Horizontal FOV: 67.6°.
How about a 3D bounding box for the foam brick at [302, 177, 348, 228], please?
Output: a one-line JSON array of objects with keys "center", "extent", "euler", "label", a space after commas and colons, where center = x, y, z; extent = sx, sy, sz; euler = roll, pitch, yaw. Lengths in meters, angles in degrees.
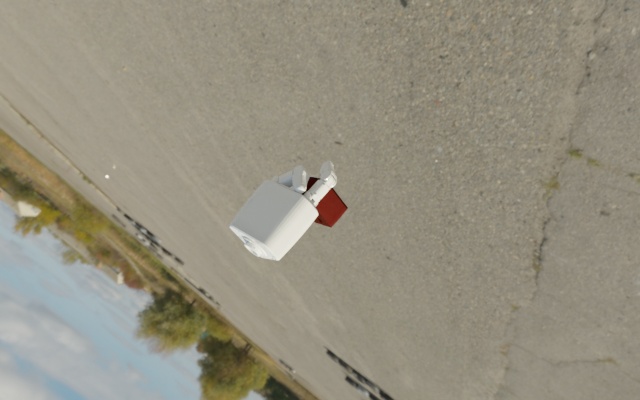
[{"center": [0.000, 0.003, 0.862], "extent": [0.053, 0.051, 0.078], "euler": [13, -31, 51], "label": "foam brick"}]
